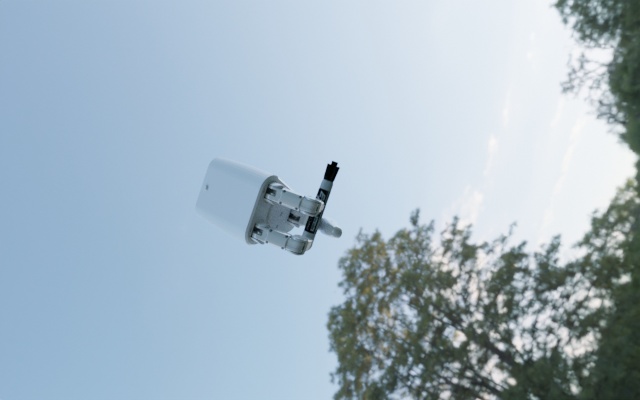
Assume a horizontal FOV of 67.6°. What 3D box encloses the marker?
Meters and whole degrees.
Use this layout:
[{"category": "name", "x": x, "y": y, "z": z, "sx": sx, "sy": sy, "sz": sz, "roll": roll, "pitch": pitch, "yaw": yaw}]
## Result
[{"category": "marker", "x": 0.000, "y": 0.002, "z": 0.673, "sx": 0.020, "sy": 0.121, "sz": 0.020, "roll": 19, "pitch": 4, "yaw": -1}]
